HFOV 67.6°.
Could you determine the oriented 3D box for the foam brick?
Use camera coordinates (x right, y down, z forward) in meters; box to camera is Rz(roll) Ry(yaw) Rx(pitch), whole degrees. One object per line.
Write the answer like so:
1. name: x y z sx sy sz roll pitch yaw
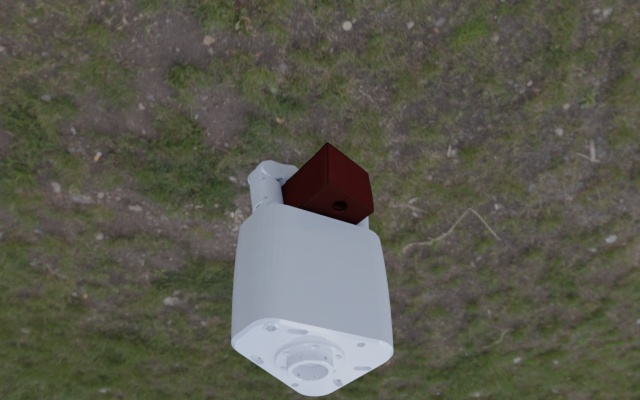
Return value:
1. foam brick: 0.000 0.001 0.412 0.053 0.051 0.078 32 -56 -27
